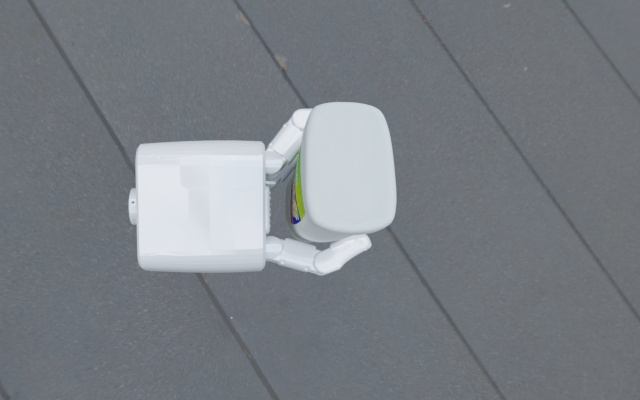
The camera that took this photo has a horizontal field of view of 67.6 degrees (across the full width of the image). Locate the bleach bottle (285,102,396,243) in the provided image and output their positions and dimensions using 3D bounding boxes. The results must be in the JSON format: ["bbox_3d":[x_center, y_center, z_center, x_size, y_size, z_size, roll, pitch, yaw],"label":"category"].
[{"bbox_3d":[0.000,0.001,0.457,0.068,0.102,0.251,1,-14,-10],"label":"bleach bottle"}]
